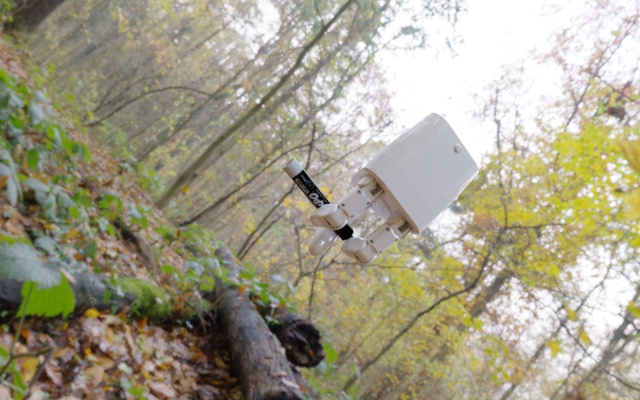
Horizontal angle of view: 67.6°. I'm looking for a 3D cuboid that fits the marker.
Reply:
[{"bbox_3d":[0.000,0.002,0.560,0.020,0.121,0.020,-36,17,13],"label":"marker"}]
